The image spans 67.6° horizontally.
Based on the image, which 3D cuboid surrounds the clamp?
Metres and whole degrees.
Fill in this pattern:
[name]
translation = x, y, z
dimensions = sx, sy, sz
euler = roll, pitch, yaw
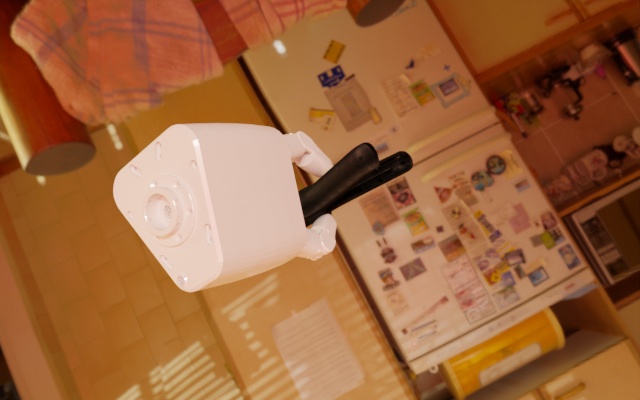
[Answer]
[clamp]
translation = 0.000, 0.003, 0.502
dimensions = 0.210, 0.036, 0.164
euler = -32, -10, 27
